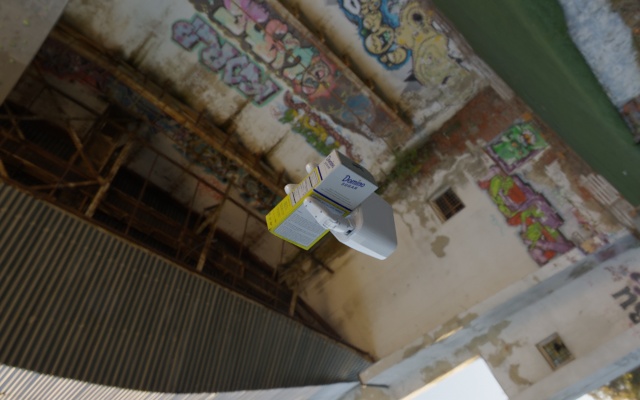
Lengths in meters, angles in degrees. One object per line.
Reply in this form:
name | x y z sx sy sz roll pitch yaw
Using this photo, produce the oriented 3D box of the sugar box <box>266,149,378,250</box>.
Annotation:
sugar box | 0.000 0.002 0.794 0.093 0.048 0.176 29 -63 -36
